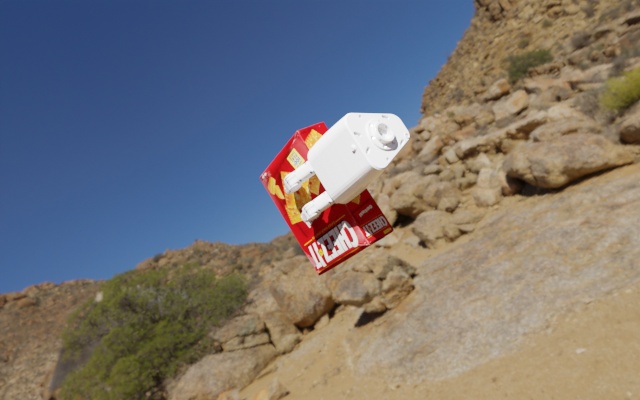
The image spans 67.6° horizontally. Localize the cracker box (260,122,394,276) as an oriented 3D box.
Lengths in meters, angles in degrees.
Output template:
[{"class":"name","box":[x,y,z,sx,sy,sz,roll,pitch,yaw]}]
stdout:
[{"class":"cracker box","box":[0.000,0.002,0.812,0.072,0.213,0.164,-26,-9,-38]}]
